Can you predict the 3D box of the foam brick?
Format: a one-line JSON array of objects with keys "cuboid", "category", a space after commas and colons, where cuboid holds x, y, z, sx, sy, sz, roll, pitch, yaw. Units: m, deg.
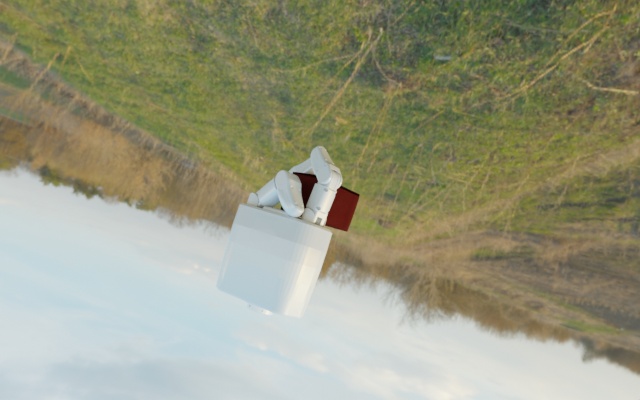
[{"cuboid": [0.000, 0.002, 0.595, 0.053, 0.051, 0.078, 11, -9, 46], "category": "foam brick"}]
